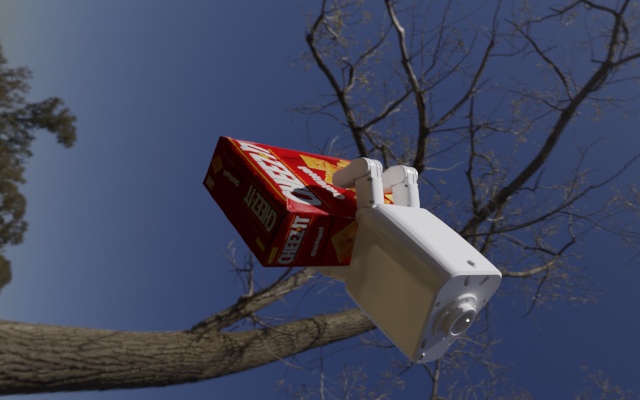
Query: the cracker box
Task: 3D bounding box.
[{"bbox_3d":[0.000,0.002,0.543,0.214,0.072,0.164,7,25,-39],"label":"cracker box"}]
